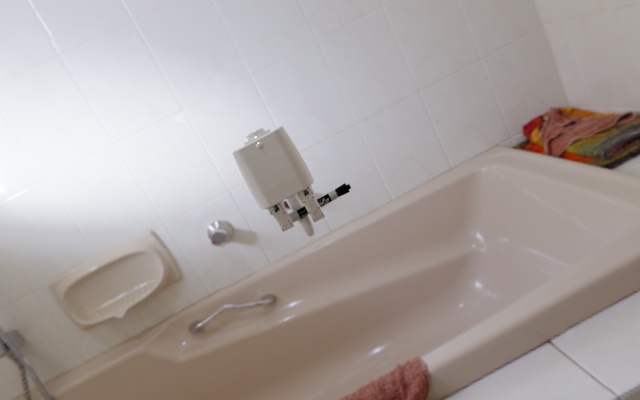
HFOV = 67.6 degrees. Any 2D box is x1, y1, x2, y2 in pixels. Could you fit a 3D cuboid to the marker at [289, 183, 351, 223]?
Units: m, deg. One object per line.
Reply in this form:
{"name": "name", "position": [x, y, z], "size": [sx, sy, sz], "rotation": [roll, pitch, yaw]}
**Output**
{"name": "marker", "position": [0.000, 0.003, 0.853], "size": [0.121, 0.020, 0.020], "rotation": [-29, 1, -2]}
